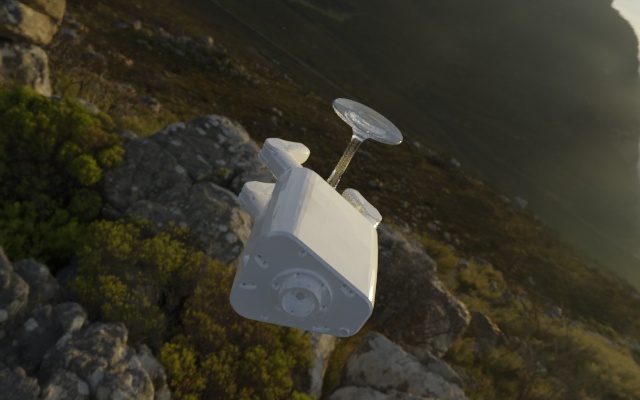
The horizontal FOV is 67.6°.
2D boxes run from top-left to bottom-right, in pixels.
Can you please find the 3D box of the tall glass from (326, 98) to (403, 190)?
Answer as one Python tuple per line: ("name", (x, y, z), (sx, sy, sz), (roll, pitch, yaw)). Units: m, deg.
("tall glass", (0.000, 0.001, 0.489), (0.079, 0.201, 0.079), (23, 29, -13))
